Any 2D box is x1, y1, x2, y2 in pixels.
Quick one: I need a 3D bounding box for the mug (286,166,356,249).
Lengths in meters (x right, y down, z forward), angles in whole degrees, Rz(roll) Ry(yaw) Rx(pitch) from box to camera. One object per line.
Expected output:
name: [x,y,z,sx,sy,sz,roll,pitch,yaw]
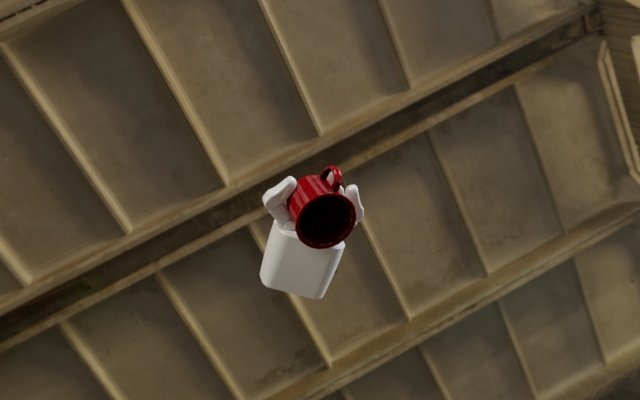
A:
mug: [0.000,0.001,0.715,0.093,0.117,0.081,10,23,-24]
